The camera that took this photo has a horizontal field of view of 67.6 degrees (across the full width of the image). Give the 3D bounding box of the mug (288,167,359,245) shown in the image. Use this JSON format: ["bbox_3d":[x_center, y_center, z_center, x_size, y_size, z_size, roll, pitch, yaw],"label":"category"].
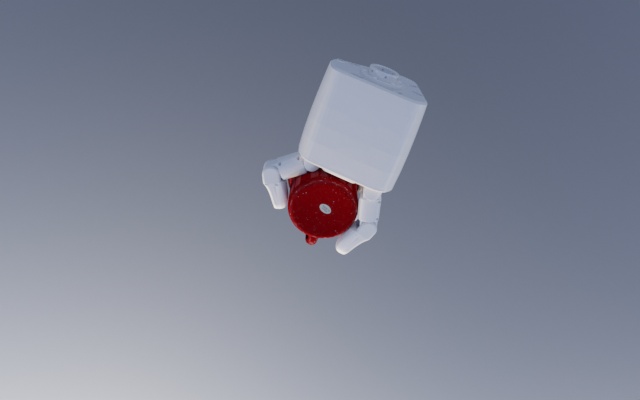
[{"bbox_3d":[0.000,0.003,0.582,0.093,0.117,0.081,16,28,-7],"label":"mug"}]
